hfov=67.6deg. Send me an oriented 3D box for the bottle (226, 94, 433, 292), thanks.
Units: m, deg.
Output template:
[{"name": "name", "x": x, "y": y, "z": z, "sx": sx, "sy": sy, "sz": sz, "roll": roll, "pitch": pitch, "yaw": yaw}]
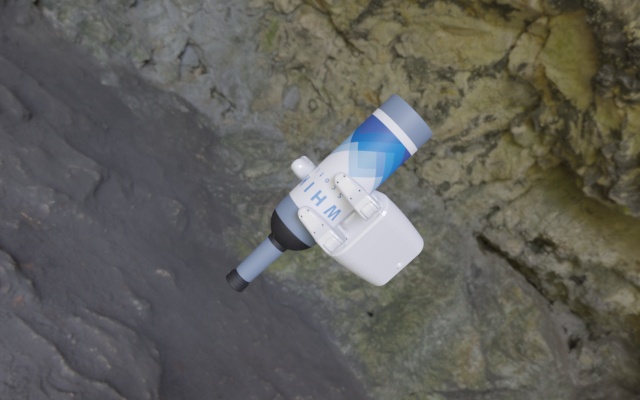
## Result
[{"name": "bottle", "x": 0.000, "y": 0.002, "z": 0.567, "sx": 0.296, "sy": 0.069, "sz": 0.069, "roll": -43, "pitch": -6, "yaw": 7}]
